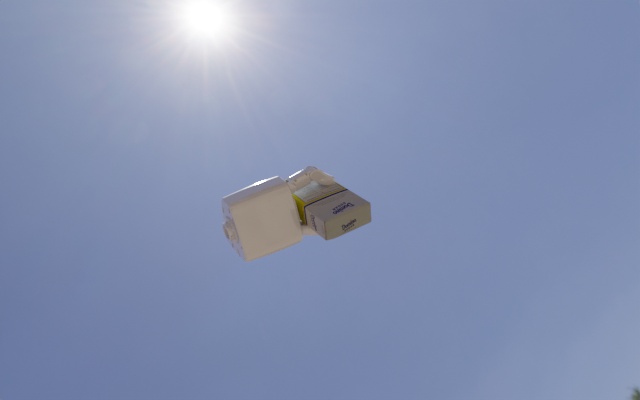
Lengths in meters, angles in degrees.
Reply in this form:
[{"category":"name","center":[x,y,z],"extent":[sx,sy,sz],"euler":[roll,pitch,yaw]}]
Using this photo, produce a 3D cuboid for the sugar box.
[{"category":"sugar box","center":[0.000,0.003,0.835],"extent":[0.093,0.048,0.176],"euler":[-22,35,-24]}]
